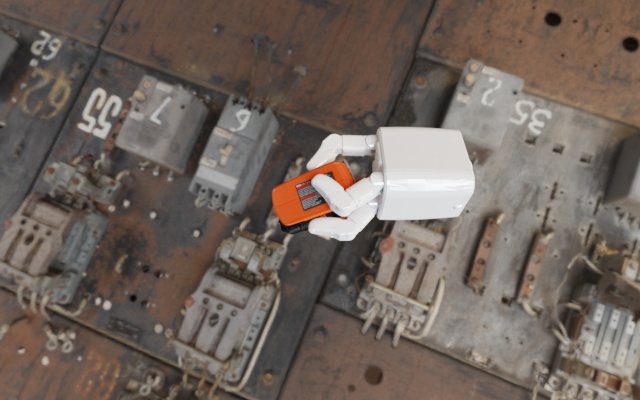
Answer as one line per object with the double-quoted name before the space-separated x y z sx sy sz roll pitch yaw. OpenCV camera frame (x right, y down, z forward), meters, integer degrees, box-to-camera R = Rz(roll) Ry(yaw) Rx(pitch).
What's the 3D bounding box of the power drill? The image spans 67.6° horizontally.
"power drill" 0.000 0.002 0.672 0.184 0.057 0.187 -24 -8 13
